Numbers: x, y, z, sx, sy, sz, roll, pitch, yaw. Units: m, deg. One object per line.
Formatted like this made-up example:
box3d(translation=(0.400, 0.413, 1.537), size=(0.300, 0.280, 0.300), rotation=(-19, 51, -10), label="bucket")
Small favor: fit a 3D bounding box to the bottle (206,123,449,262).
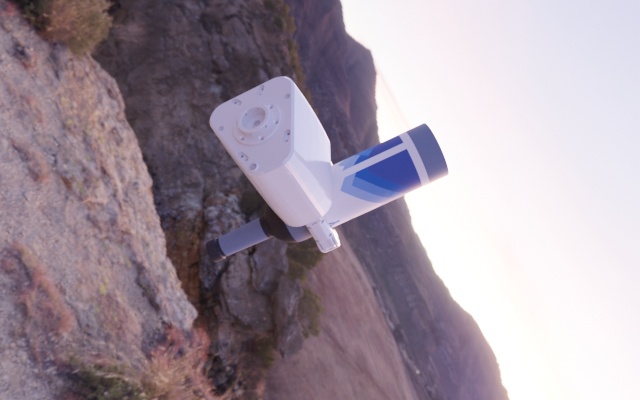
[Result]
box3d(translation=(0.000, 0.002, 0.564), size=(0.296, 0.069, 0.069), rotation=(-25, -3, 6), label="bottle")
